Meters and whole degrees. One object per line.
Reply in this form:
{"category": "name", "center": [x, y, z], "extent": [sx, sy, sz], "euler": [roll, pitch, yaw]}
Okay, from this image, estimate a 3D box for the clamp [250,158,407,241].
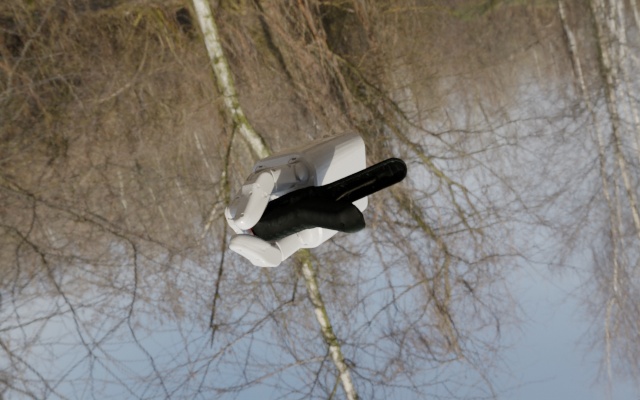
{"category": "clamp", "center": [0.000, 0.002, 0.461], "extent": [0.171, 0.039, 0.120], "euler": [-8, 16, 42]}
